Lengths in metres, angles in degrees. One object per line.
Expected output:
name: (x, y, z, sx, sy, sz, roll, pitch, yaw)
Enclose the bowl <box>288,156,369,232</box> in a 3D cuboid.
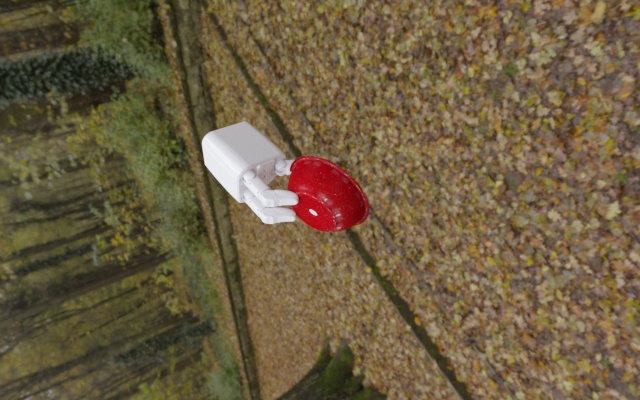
bowl: (0.001, 0.003, 0.813, 0.162, 0.162, 0.055, 0, 43, 45)
